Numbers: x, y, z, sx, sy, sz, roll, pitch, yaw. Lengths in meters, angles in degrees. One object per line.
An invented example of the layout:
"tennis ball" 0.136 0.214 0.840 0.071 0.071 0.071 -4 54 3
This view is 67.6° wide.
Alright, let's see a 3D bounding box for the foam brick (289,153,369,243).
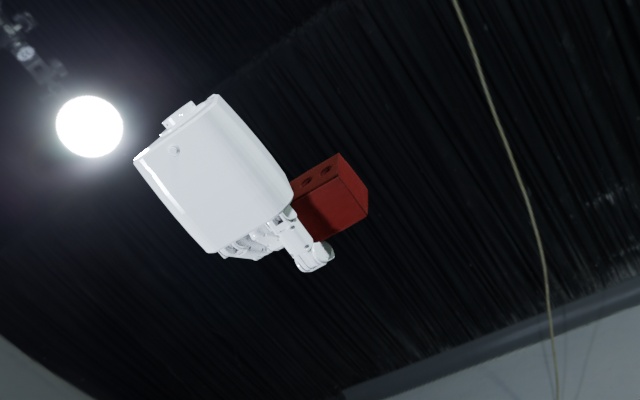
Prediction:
"foam brick" 0.000 0.001 0.454 0.078 0.051 0.053 -30 21 18
